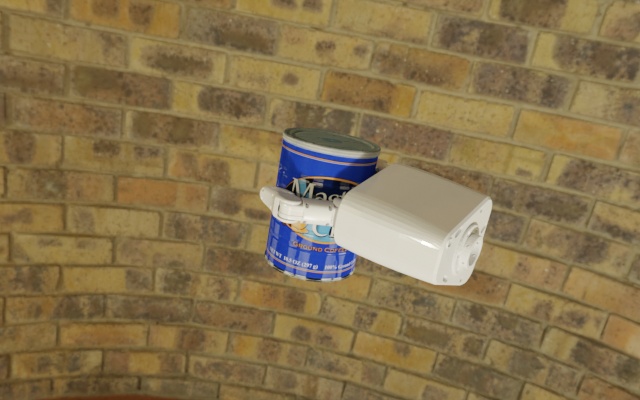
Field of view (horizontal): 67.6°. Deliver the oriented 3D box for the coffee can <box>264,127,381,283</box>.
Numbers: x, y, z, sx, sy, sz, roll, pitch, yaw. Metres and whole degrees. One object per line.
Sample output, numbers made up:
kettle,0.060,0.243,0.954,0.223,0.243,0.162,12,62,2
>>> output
coffee can,0.000,0.001,0.514,0.103,0.140,0.102,10,17,-3
